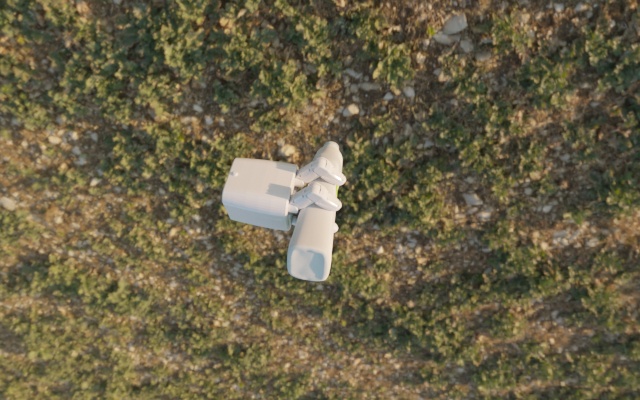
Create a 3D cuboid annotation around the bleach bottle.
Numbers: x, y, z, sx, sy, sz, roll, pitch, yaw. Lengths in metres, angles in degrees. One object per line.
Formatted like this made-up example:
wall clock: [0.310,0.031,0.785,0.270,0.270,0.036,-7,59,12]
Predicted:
bleach bottle: [0.000,0.003,0.807,0.068,0.250,0.103,9,-39,3]
